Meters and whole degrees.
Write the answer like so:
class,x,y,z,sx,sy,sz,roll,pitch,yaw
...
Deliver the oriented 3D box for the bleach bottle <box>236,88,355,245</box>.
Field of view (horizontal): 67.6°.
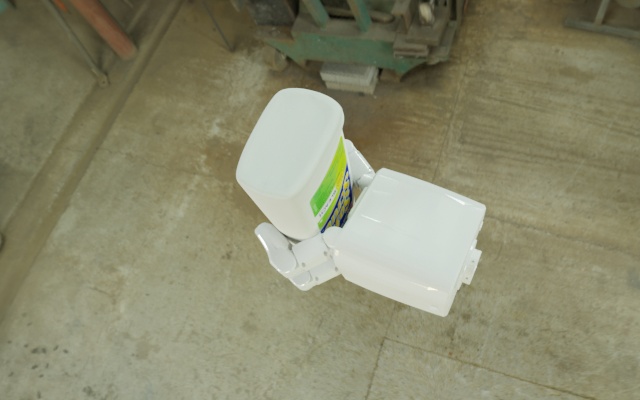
class,x,y,z,sx,sy,sz,roll,pitch,yaw
bleach bottle,0.000,0.002,0.484,0.068,0.102,0.251,20,-16,21
